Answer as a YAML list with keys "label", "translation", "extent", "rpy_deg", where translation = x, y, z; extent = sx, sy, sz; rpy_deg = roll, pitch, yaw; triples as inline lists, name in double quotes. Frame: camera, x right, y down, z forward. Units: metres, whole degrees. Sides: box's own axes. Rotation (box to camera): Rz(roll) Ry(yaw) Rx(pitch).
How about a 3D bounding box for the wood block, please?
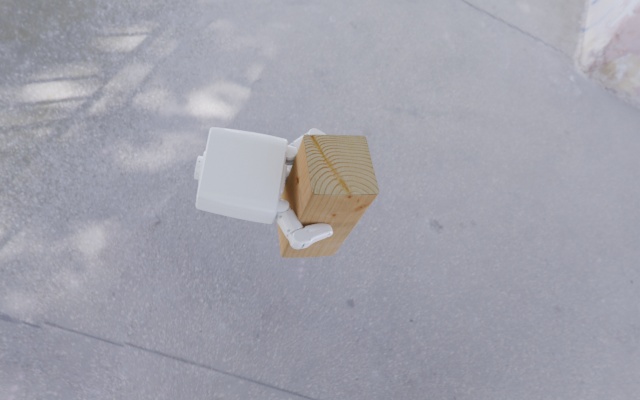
- label: "wood block"
  translation: [0.000, 0.002, 0.689]
  extent: [0.090, 0.090, 0.206]
  rpy_deg: [-1, -28, -17]
